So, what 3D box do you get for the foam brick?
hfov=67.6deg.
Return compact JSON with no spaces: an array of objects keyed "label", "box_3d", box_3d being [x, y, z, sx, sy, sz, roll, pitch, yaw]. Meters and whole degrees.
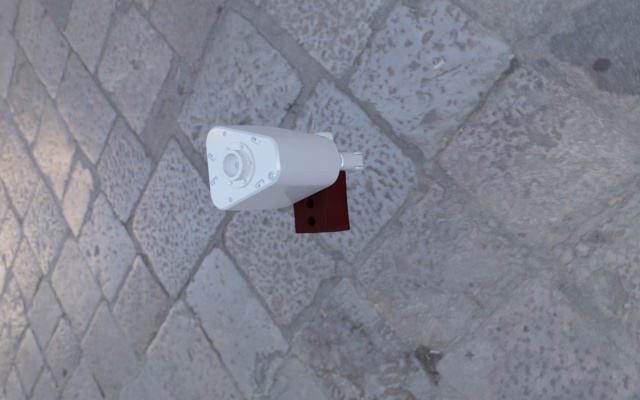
[{"label":"foam brick","box_3d":[0.000,0.002,0.603,0.053,0.078,0.051,-5,1,35]}]
